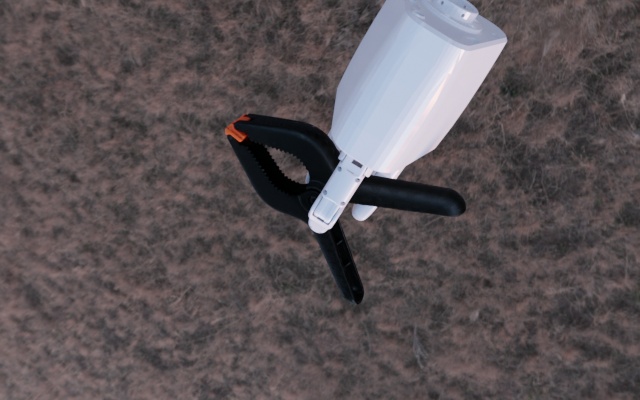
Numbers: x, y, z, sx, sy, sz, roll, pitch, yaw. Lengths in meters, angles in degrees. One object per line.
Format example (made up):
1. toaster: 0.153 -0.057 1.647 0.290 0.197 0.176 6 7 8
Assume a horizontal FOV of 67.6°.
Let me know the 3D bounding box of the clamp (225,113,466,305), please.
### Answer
1. clamp: -0.001 0.001 0.438 0.210 0.165 0.036 33 36 3
